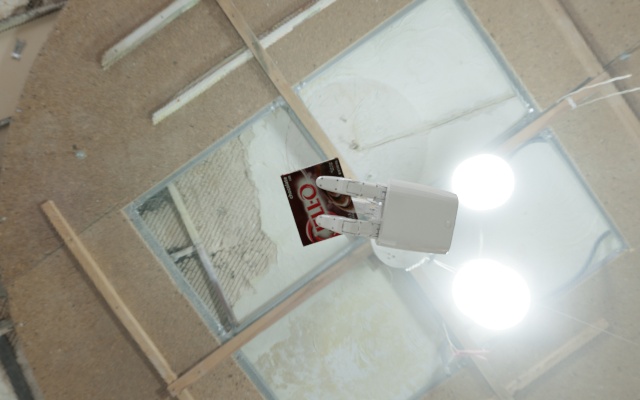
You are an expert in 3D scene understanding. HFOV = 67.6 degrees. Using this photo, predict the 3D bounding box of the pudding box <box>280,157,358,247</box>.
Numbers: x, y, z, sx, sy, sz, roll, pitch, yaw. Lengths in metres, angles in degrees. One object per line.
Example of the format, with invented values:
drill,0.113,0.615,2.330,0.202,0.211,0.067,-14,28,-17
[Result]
pudding box,0.000,0.002,0.709,0.090,0.113,0.039,-18,2,0
